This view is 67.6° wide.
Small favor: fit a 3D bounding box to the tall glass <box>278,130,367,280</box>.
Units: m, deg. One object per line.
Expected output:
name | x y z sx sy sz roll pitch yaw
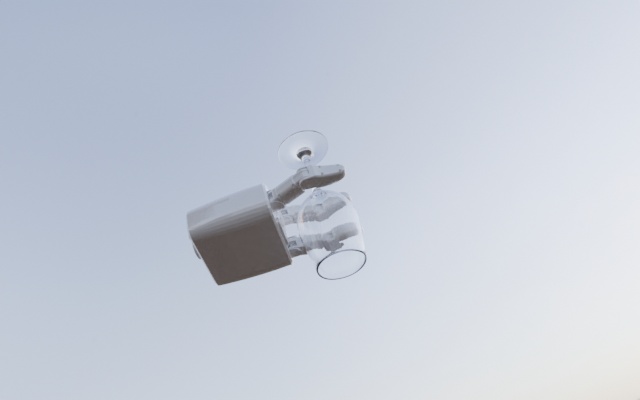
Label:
tall glass | 0.000 0.001 0.619 0.079 0.201 0.079 -12 -39 -10
